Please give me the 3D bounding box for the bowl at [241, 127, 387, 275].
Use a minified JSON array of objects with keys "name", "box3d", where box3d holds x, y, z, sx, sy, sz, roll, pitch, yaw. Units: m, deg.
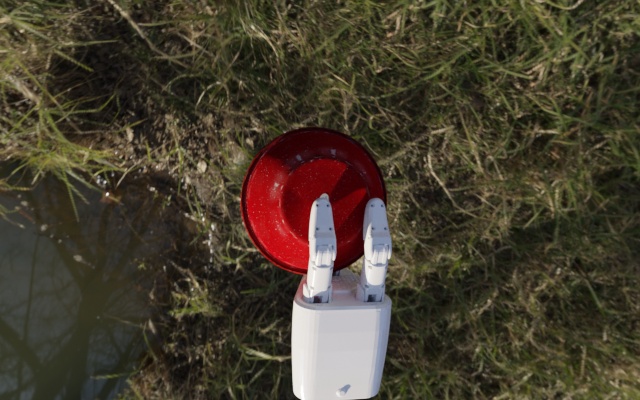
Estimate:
[{"name":"bowl","box3d":[0.000,0.000,0.493,0.162,0.162,0.055,0,1,-11]}]
